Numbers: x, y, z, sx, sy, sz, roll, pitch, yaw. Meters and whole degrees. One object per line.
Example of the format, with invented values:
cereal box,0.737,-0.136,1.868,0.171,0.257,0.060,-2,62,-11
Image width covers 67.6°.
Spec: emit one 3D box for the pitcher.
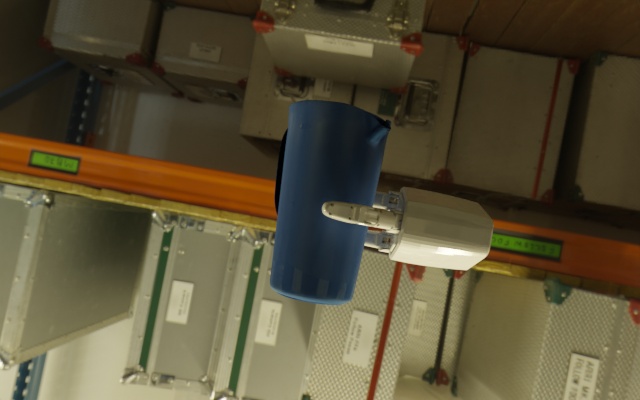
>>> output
pitcher,0.000,0.002,0.619,0.145,0.243,0.149,10,-2,2
